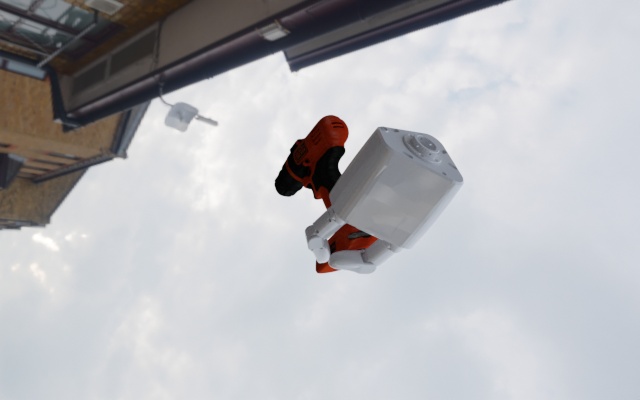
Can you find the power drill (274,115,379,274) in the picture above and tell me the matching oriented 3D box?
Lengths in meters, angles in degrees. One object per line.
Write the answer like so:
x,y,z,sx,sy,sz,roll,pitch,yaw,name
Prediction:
0.000,0.002,0.668,0.057,0.187,0.184,-8,-23,-32,power drill
